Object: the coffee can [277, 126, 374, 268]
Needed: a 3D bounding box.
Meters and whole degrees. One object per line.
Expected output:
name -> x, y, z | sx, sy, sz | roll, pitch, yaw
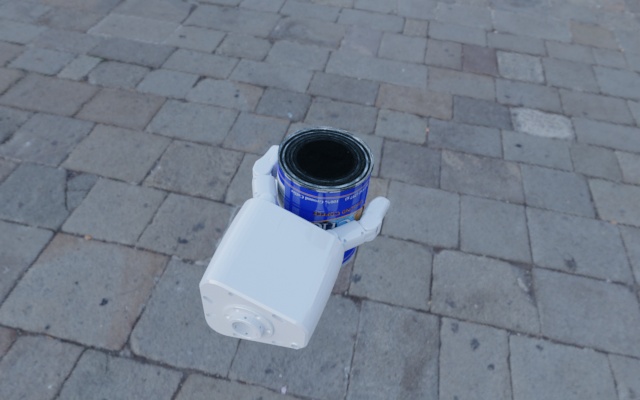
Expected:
coffee can -> 0.000, 0.002, 0.549 | 0.103, 0.102, 0.140 | 0, -44, -6
